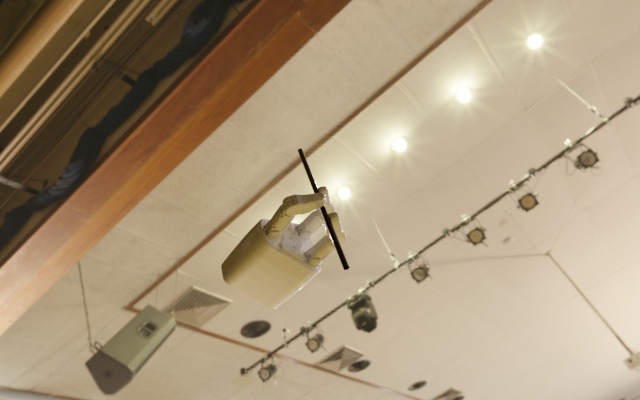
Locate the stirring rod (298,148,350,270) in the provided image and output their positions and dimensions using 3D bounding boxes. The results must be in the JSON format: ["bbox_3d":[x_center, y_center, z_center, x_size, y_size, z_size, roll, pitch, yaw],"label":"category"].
[{"bbox_3d":[0.000,0.002,0.675,0.011,0.011,0.239,0,43,-22],"label":"stirring rod"}]
